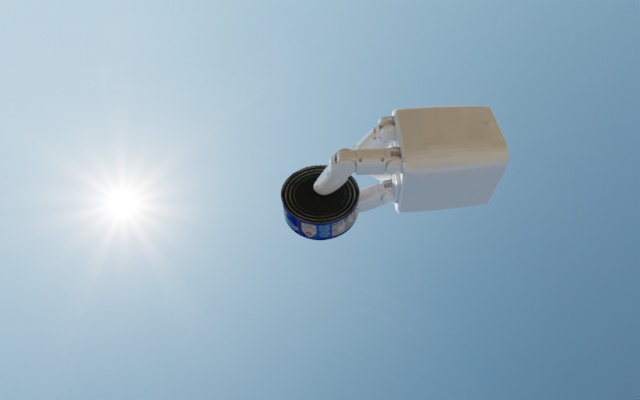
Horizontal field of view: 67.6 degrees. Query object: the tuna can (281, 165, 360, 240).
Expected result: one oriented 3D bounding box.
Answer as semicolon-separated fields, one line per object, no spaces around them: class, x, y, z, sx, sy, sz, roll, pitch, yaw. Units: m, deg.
tuna can;0.000;0.002;0.529;0.086;0.086;0.034;0;-42;2
